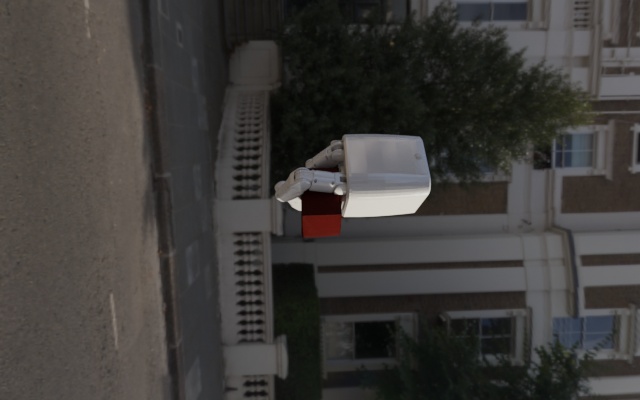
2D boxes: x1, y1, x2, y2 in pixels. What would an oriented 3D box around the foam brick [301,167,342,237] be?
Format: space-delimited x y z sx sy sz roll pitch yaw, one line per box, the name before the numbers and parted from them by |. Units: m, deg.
foam brick | 0.000 0.002 0.625 0.051 0.078 0.053 -1 -35 -2
